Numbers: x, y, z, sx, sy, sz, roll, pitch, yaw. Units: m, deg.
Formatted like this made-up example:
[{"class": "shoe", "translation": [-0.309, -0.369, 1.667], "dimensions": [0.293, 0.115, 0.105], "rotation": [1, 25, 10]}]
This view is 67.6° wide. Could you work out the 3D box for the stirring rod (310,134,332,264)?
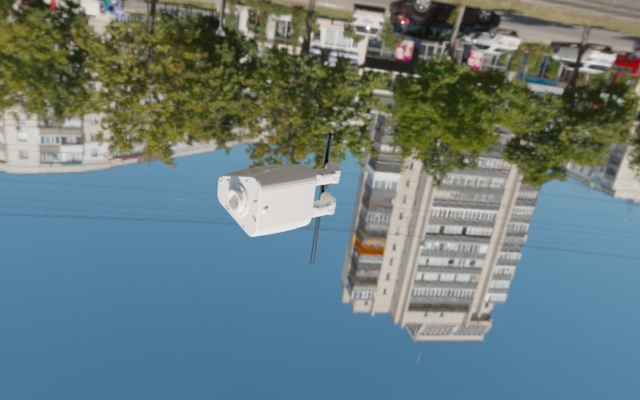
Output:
[{"class": "stirring rod", "translation": [0.000, 0.003, 0.830], "dimensions": [0.011, 0.240, 0.011], "rotation": [7, 21, -3]}]
